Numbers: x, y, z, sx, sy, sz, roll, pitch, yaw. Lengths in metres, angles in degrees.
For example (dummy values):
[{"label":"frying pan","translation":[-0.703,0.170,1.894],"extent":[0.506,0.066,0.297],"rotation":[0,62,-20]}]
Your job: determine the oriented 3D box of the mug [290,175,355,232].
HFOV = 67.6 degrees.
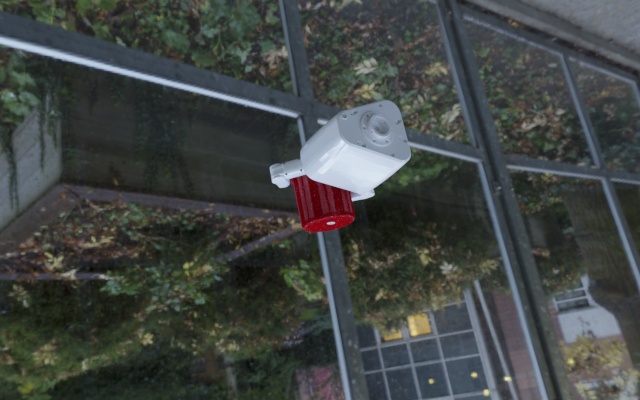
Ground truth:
[{"label":"mug","translation":[-0.001,0.003,0.727],"extent":[0.093,0.081,0.117],"rotation":[-2,-20,-28]}]
